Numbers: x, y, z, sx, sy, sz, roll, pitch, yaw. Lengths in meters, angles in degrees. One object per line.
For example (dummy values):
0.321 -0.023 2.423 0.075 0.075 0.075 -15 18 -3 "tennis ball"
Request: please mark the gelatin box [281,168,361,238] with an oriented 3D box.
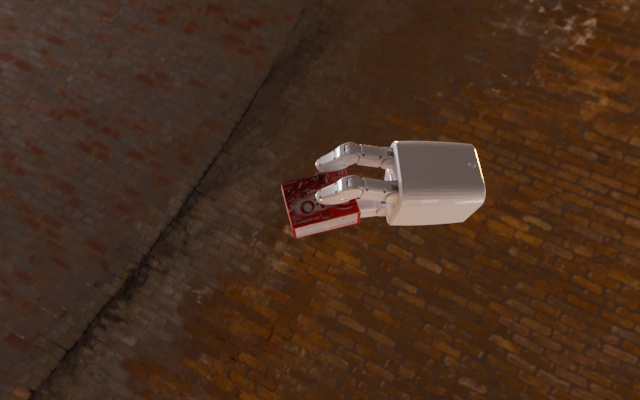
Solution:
0.000 0.002 0.616 0.089 0.073 0.030 -14 -32 -5 "gelatin box"
